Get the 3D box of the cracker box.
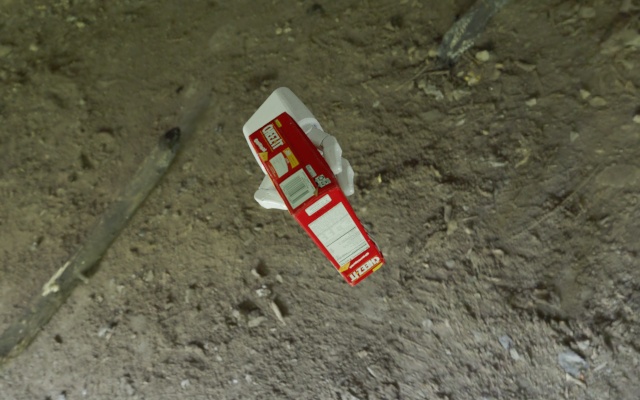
[{"bbox_3d":[0.000,0.002,0.670,0.072,0.164,0.214,-34,-40,1],"label":"cracker box"}]
